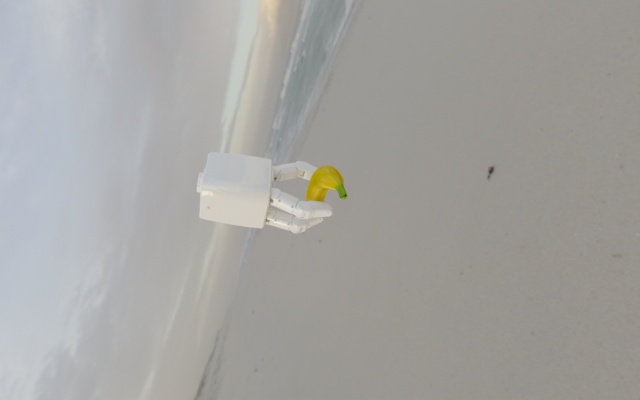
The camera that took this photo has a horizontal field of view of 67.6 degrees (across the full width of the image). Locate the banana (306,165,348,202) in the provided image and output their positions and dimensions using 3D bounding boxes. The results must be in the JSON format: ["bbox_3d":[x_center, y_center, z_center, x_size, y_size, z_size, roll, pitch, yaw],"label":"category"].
[{"bbox_3d":[0.001,-0.016,0.801,0.037,0.069,0.198,3,-13,-13],"label":"banana"}]
